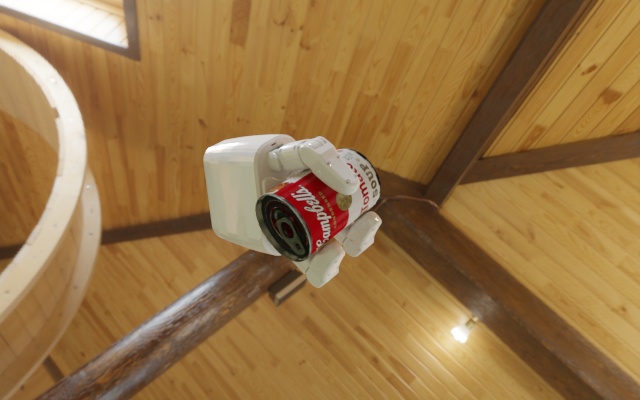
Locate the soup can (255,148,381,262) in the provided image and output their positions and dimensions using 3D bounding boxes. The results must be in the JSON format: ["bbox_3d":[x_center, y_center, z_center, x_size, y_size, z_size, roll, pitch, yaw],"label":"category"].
[{"bbox_3d":[0.001,0.001,0.443,0.102,0.068,0.068,-35,22,-35],"label":"soup can"}]
